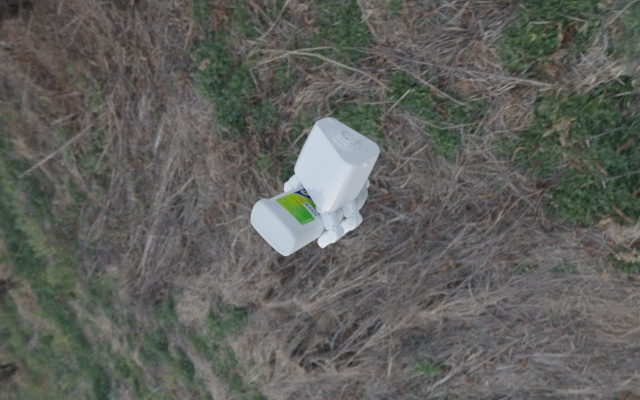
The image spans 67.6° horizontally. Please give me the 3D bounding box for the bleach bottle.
[{"bbox_3d":[0.000,0.003,0.860,0.250,0.102,0.068,-30,-23,-43],"label":"bleach bottle"}]
